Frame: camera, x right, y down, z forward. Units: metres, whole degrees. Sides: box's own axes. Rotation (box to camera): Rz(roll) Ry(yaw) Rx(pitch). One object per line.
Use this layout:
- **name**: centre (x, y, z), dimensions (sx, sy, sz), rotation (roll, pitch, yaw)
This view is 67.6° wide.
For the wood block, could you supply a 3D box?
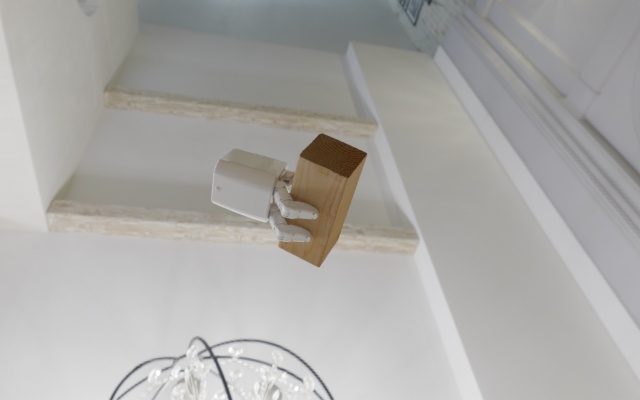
- **wood block**: centre (0.000, 0.002, 0.827), dimensions (0.090, 0.206, 0.090), rotation (25, 40, 11)
